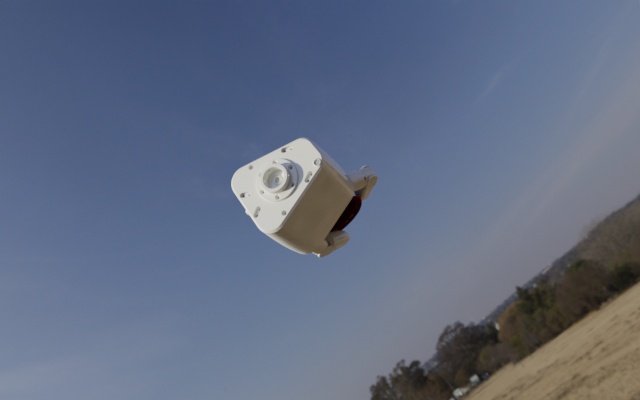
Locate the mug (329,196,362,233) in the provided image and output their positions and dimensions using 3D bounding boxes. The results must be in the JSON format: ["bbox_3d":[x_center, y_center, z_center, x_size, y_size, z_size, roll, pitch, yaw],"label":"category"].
[{"bbox_3d":[0.001,0.002,0.672,0.093,0.081,0.117,-40,-25,4],"label":"mug"}]
